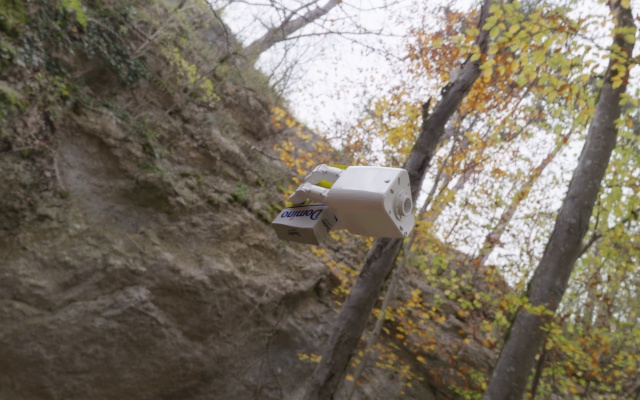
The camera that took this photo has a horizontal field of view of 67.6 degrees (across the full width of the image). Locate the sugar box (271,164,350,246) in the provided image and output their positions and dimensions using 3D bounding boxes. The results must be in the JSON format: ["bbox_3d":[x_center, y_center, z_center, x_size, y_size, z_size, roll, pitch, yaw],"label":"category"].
[{"bbox_3d":[0.000,0.002,0.857,0.093,0.048,0.176,5,40,37],"label":"sugar box"}]
